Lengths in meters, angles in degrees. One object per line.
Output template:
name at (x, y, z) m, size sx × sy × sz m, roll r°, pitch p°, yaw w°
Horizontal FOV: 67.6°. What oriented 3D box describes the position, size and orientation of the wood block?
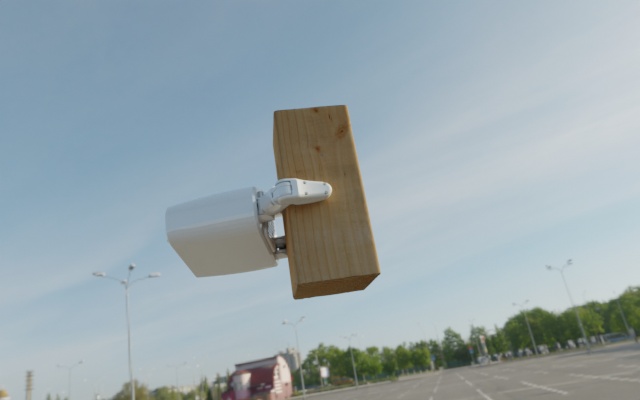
wood block at (0.000, 0.002, 0.563) m, size 0.090 × 0.206 × 0.091 m, roll -6°, pitch -21°, yaw -9°
